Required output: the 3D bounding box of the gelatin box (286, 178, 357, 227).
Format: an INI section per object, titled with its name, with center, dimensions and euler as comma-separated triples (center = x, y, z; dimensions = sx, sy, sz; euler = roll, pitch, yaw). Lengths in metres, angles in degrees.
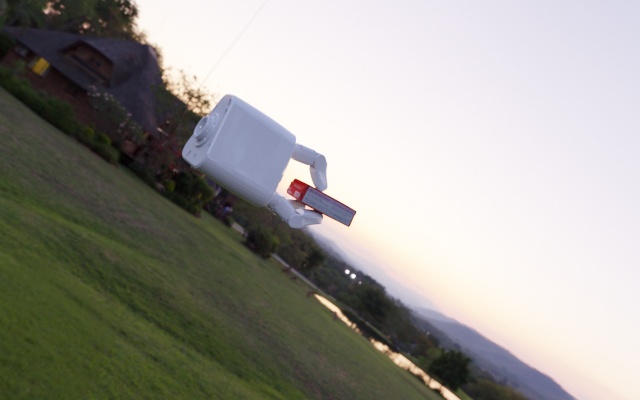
[gelatin box]
center = 0.001, 0.002, 0.702
dimensions = 0.089, 0.030, 0.073
euler = 28, 1, -21
